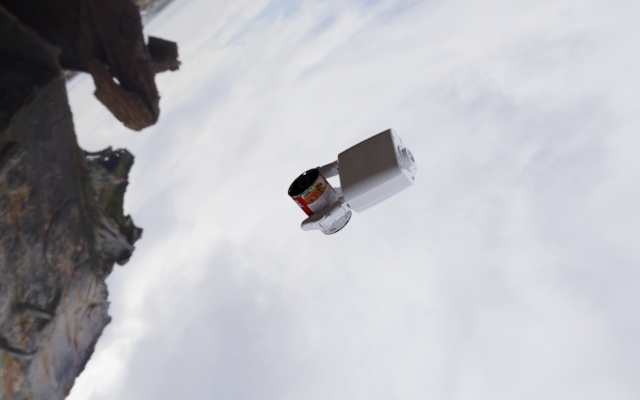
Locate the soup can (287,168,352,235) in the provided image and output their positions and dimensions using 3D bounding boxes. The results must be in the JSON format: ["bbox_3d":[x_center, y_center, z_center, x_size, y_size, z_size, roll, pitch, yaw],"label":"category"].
[{"bbox_3d":[0.000,0.003,0.829,0.068,0.068,0.102,0,-42,52],"label":"soup can"}]
